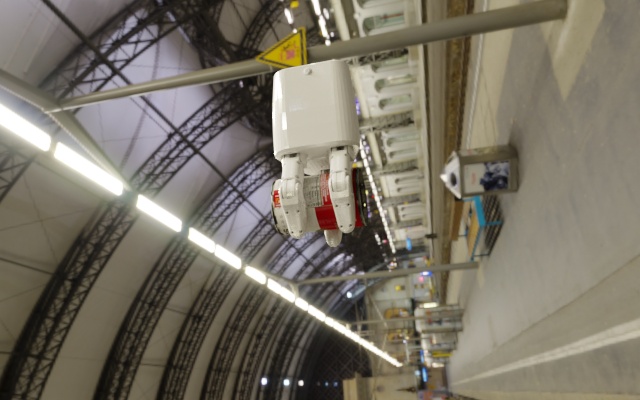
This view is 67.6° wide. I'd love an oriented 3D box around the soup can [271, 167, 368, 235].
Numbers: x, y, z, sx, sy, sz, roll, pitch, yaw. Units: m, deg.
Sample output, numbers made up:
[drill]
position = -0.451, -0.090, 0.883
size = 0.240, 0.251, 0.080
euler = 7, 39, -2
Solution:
[soup can]
position = 0.000, 0.002, 0.556
size = 0.102, 0.068, 0.068
euler = -7, -2, 11
